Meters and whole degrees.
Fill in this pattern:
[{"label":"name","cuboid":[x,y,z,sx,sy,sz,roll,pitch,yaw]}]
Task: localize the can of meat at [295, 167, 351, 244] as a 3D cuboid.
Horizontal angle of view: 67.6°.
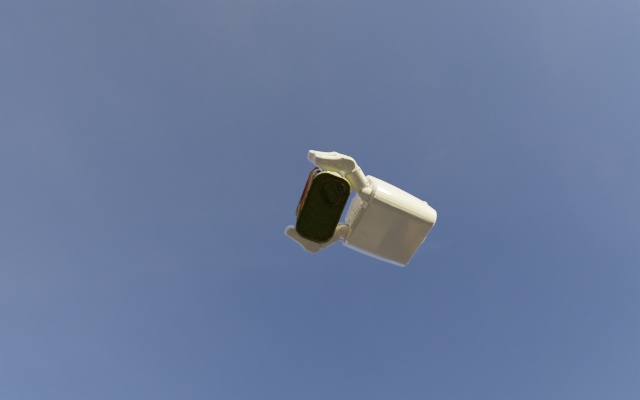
[{"label":"can of meat","cuboid":[0.000,0.002,0.715,0.057,0.102,0.084,20,10,-9]}]
